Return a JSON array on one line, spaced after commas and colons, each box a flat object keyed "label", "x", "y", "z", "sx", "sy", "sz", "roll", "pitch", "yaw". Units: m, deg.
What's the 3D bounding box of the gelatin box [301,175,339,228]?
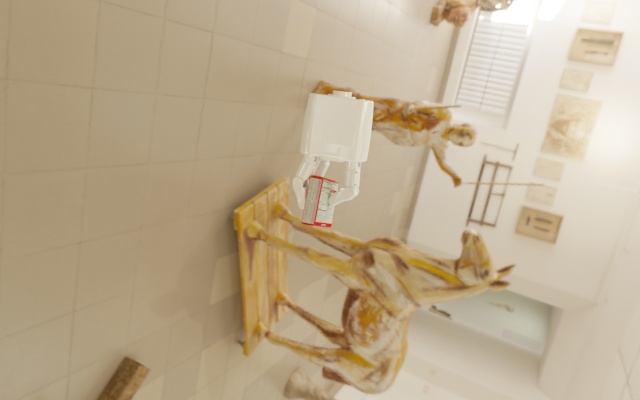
[{"label": "gelatin box", "x": 0.000, "y": 0.003, "z": 0.870, "sx": 0.030, "sy": 0.089, "sz": 0.073, "roll": 9, "pitch": -1, "yaw": 26}]
